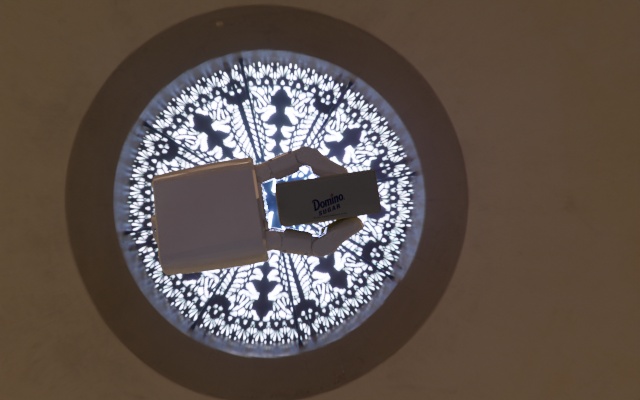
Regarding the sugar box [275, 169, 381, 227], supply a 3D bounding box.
[{"bbox_3d":[0.000,0.002,0.504,0.093,0.048,0.176,-9,1,-4],"label":"sugar box"}]
